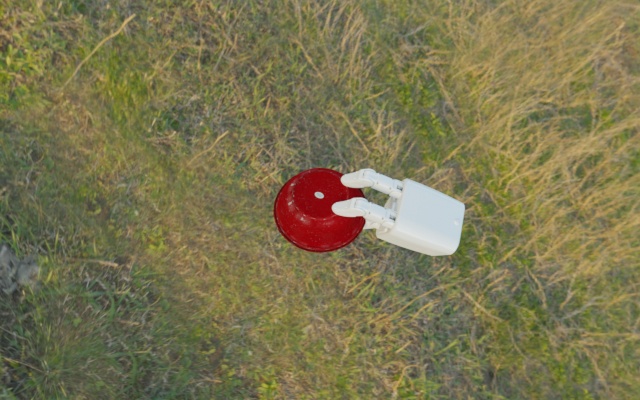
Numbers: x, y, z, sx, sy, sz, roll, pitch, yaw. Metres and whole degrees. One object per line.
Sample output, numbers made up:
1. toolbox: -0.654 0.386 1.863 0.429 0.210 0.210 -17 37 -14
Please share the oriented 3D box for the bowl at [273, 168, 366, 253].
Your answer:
1. bowl: -0.001 0.002 0.793 0.162 0.162 0.055 0 -29 0
